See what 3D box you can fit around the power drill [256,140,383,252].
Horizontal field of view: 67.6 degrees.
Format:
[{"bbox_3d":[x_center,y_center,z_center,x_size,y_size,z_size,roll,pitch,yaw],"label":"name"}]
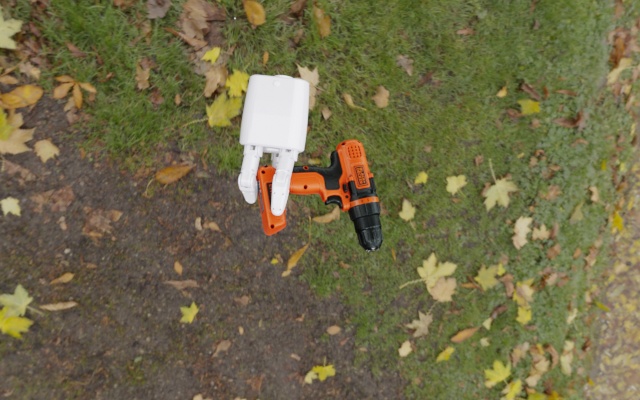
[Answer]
[{"bbox_3d":[0.000,0.002,0.751,0.187,0.184,0.057,-9,-12,-17],"label":"power drill"}]
